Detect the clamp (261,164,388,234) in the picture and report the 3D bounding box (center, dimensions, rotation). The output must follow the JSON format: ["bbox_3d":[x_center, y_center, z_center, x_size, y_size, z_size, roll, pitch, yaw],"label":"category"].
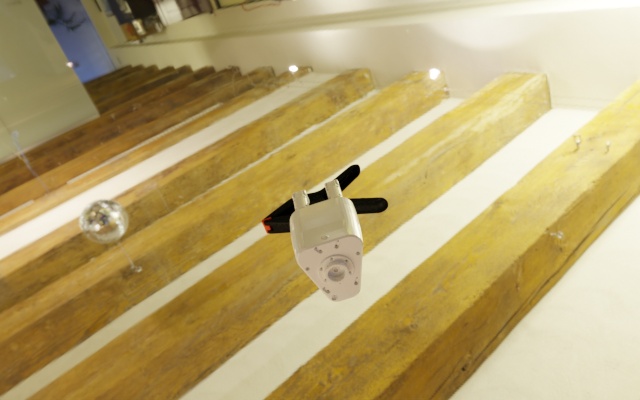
[{"bbox_3d":[0.000,0.004,0.830,0.210,0.036,0.164,-19,28,3],"label":"clamp"}]
